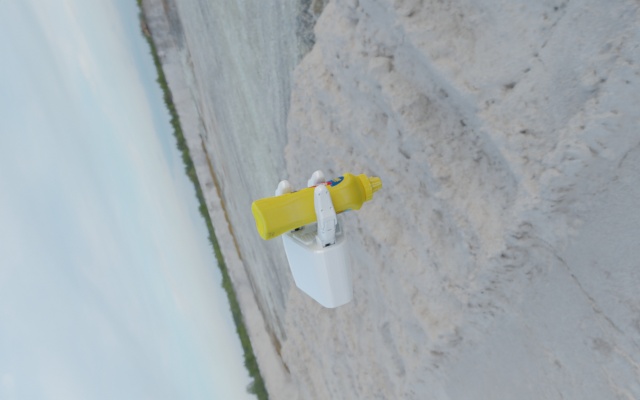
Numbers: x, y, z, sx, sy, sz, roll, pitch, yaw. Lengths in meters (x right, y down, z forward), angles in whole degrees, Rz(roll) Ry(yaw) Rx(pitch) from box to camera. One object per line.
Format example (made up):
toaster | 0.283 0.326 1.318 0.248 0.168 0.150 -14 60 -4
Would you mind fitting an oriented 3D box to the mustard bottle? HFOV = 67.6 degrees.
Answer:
mustard bottle | 0.000 0.002 0.691 0.191 0.058 0.096 -17 2 -13
